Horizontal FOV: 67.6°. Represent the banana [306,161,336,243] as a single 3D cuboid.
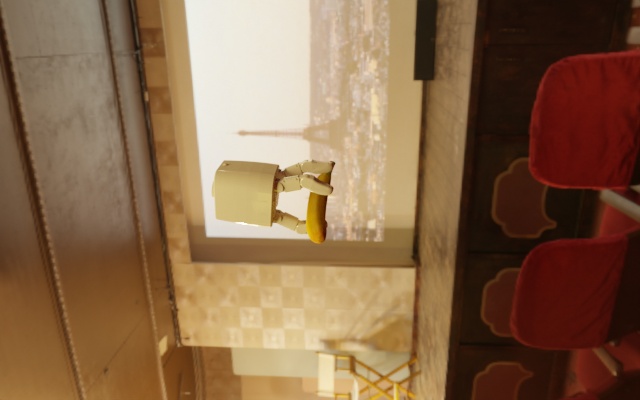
[{"bbox_3d":[-0.004,0.013,0.861,0.037,0.197,0.070,13,-44,-6],"label":"banana"}]
